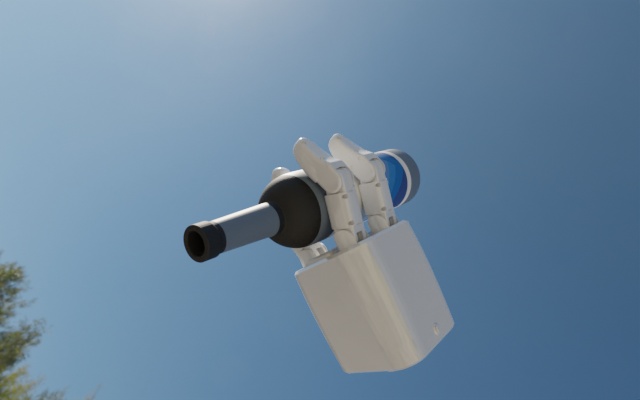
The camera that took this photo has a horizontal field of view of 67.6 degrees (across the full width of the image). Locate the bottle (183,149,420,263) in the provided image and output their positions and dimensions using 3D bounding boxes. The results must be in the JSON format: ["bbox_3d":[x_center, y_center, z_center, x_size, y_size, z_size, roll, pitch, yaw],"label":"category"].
[{"bbox_3d":[0.000,0.001,0.446,0.069,0.069,0.295,0,11,37],"label":"bottle"}]
